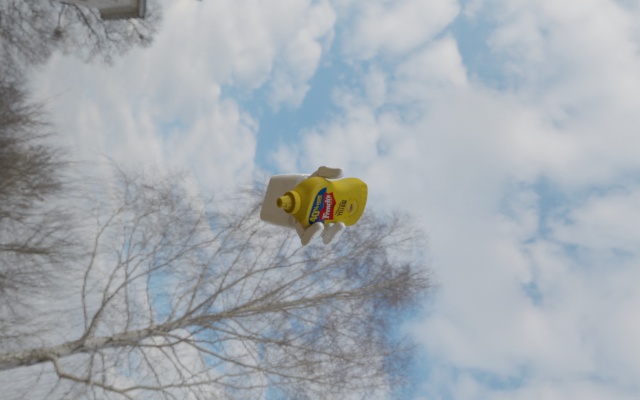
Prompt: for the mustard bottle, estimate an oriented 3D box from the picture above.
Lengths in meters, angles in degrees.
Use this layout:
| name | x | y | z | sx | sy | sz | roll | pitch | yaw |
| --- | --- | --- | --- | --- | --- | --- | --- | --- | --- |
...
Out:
| name | x | y | z | sx | sy | sz | roll | pitch | yaw |
| --- | --- | --- | --- | --- | --- | --- | --- | --- | --- |
| mustard bottle | 0.001 | 0.003 | 0.899 | 0.191 | 0.096 | 0.058 | 0 | 28 | -40 |
